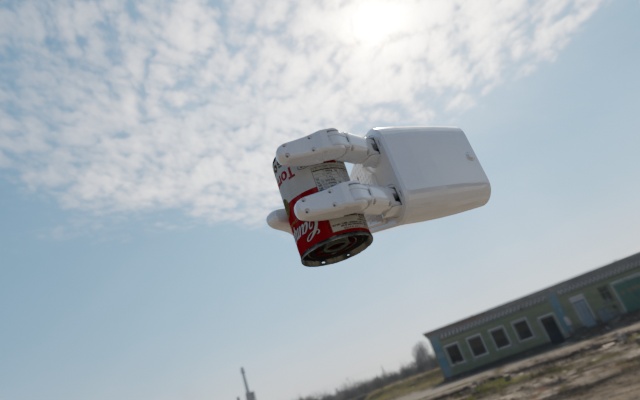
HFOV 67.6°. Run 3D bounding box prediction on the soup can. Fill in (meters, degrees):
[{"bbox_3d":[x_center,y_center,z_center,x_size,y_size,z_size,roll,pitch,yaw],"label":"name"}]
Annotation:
[{"bbox_3d":[-0.001,0.001,0.443,0.068,0.102,0.068,-16,-23,-7],"label":"soup can"}]
